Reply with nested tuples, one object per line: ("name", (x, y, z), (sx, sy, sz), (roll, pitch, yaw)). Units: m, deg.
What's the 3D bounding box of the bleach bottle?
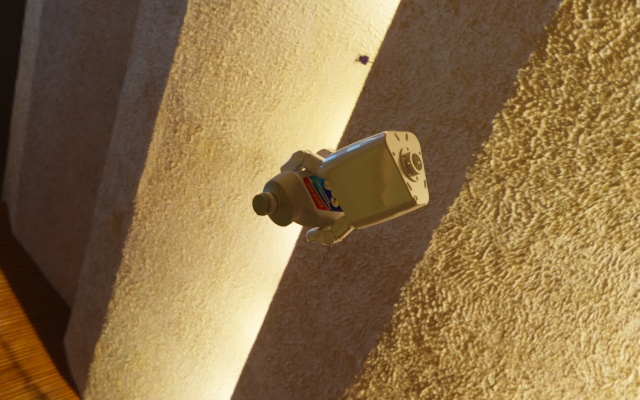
("bleach bottle", (0.000, 0.002, 0.718), (0.068, 0.102, 0.251), (-20, -7, 38))
